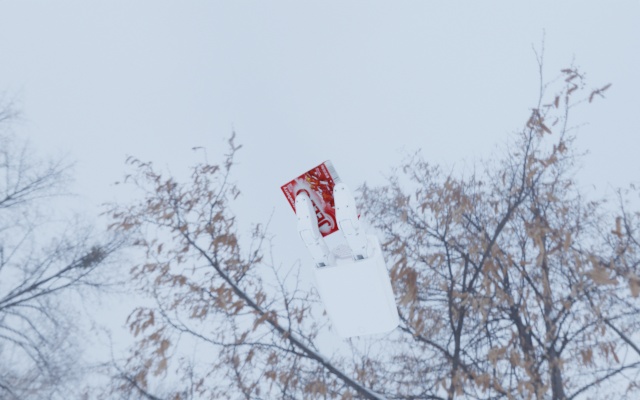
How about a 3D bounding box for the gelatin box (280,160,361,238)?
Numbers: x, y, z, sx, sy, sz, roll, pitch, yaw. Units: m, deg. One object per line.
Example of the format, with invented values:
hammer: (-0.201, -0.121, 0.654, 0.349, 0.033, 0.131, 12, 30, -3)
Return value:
gelatin box: (0.000, 0.002, 0.635, 0.073, 0.089, 0.030, -28, 2, 24)
